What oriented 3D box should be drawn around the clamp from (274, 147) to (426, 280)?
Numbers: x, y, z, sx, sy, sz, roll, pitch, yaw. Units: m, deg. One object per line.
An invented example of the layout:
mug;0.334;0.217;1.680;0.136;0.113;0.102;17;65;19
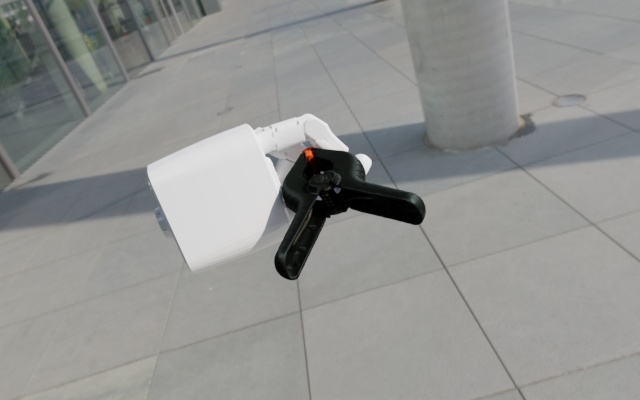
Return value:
clamp;0.000;0.001;0.414;0.120;0.039;0.171;-23;27;-11
